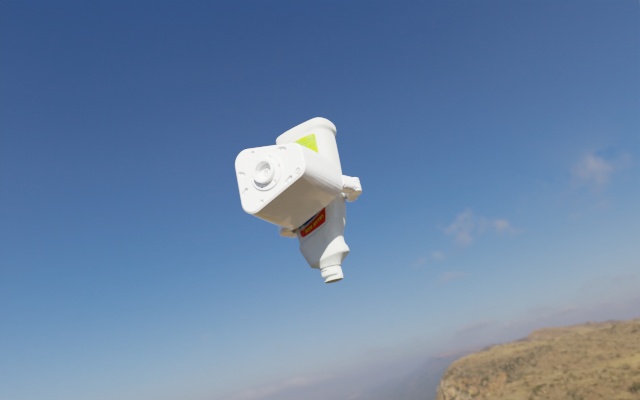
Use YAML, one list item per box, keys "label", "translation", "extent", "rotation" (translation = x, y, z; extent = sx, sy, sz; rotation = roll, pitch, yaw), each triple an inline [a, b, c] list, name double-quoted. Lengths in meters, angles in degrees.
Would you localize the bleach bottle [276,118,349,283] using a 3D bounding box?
- label: "bleach bottle"
  translation: [0.000, 0.002, 0.753]
  extent: [0.102, 0.250, 0.068]
  rotation: [-23, -22, 25]
